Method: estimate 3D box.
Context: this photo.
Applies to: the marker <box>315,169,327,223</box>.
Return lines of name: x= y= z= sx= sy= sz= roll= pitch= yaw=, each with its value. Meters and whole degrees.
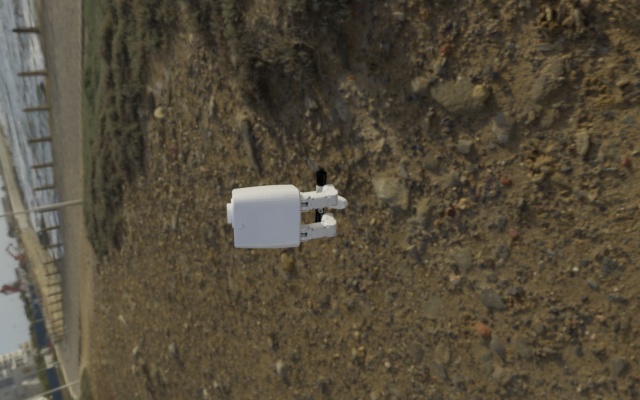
marker: x=0.000 y=0.003 z=0.833 sx=0.020 sy=0.121 sz=0.020 roll=1 pitch=23 yaw=-1
